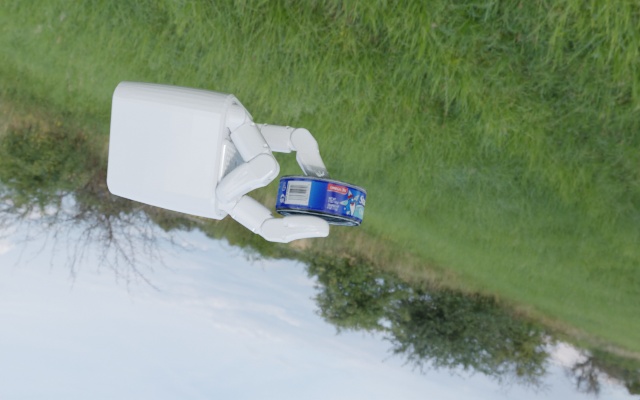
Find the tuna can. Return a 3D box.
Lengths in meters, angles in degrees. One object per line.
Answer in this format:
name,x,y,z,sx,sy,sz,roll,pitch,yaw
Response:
tuna can,0.000,0.002,0.460,0.086,0.033,0.086,9,-8,1
